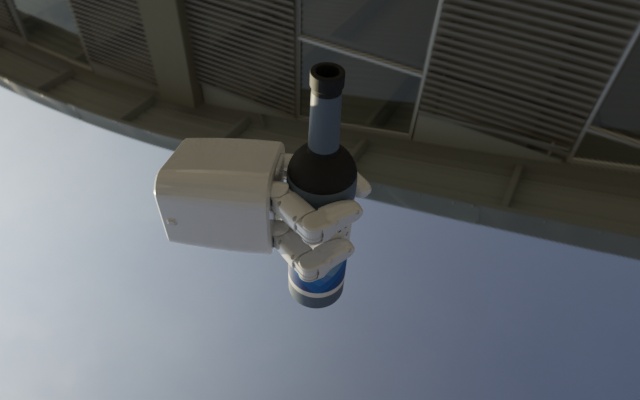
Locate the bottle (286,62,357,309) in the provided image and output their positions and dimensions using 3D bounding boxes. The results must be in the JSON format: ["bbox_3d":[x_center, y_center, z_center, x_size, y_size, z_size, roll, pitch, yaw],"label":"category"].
[{"bbox_3d":[0.000,0.002,0.473,0.069,0.069,0.296,0,-43,-3],"label":"bottle"}]
